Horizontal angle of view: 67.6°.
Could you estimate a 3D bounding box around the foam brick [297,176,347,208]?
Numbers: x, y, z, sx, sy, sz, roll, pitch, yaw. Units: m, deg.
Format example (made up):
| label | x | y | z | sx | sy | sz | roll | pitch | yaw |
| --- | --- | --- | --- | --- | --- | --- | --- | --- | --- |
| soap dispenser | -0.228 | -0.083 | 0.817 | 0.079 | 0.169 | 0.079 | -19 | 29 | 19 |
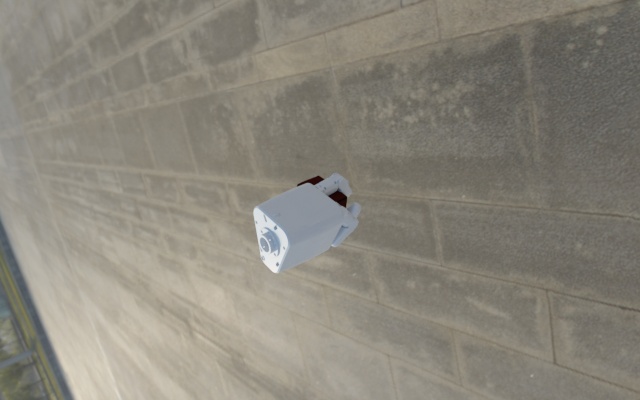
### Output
| label | x | y | z | sx | sy | sz | roll | pitch | yaw |
| --- | --- | --- | --- | --- | --- | --- | --- | --- | --- |
| foam brick | 0.000 | 0.003 | 0.819 | 0.051 | 0.053 | 0.078 | -24 | 46 | -34 |
